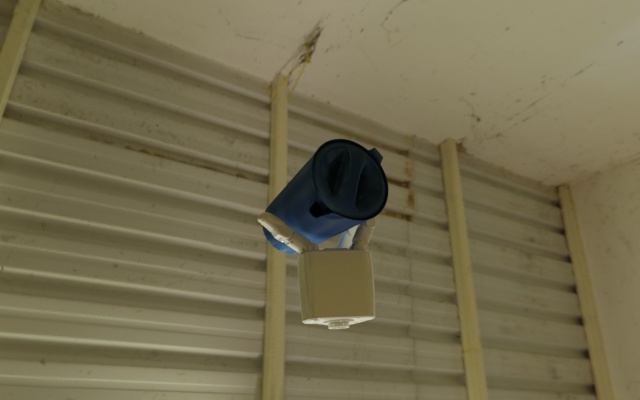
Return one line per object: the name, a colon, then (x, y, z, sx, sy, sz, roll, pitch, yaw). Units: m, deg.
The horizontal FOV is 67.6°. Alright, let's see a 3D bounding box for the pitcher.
pitcher: (0.000, 0.003, 0.806, 0.149, 0.145, 0.243, 8, -24, -27)
